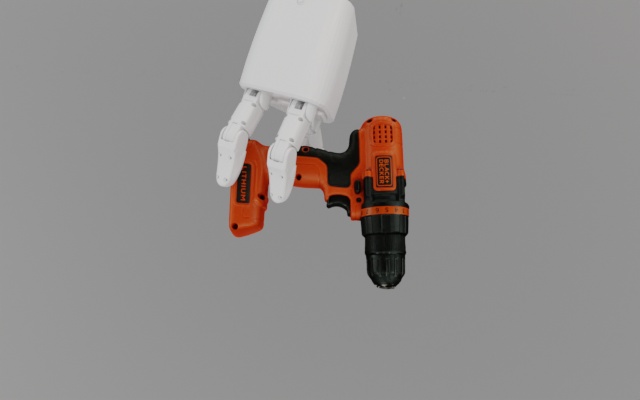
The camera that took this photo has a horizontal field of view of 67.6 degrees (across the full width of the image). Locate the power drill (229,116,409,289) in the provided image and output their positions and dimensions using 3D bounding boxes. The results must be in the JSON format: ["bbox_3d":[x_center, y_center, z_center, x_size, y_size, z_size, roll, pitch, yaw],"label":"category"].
[{"bbox_3d":[0.000,0.001,0.512,0.187,0.184,0.057,0,-13,2],"label":"power drill"}]
